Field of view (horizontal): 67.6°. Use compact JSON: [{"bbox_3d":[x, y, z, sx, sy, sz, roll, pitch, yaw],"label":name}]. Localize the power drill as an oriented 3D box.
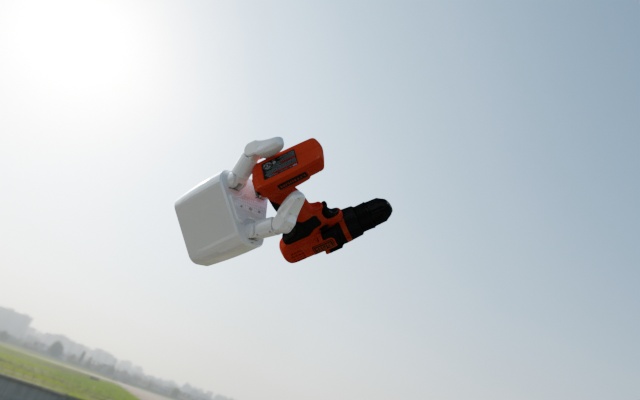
[{"bbox_3d":[0.000,0.002,0.689,0.184,0.188,0.057,-25,42,4],"label":"power drill"}]
